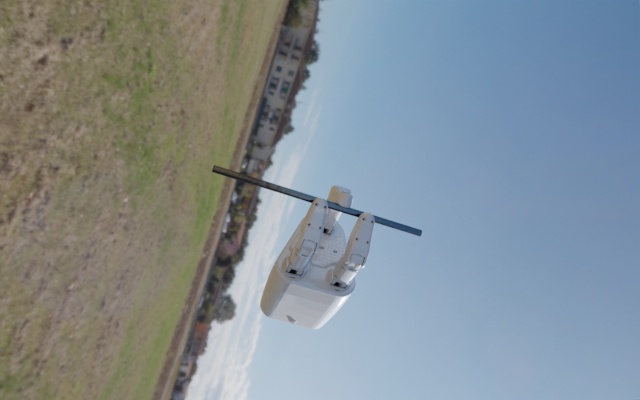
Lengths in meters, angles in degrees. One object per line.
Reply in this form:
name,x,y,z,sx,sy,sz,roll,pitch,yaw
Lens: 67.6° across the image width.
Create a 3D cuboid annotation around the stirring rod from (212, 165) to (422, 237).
stirring rod,0.000,0.002,0.522,0.239,0.011,0.011,17,-3,-9
